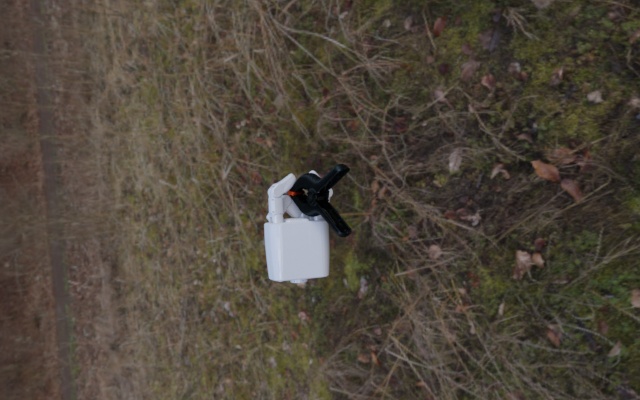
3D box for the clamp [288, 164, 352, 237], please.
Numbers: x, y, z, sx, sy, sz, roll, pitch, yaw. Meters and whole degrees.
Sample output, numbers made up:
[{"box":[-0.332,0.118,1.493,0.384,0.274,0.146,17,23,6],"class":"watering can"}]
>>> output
[{"box":[0.000,0.003,0.836,0.039,0.120,0.171,-2,-1,-32],"class":"clamp"}]
